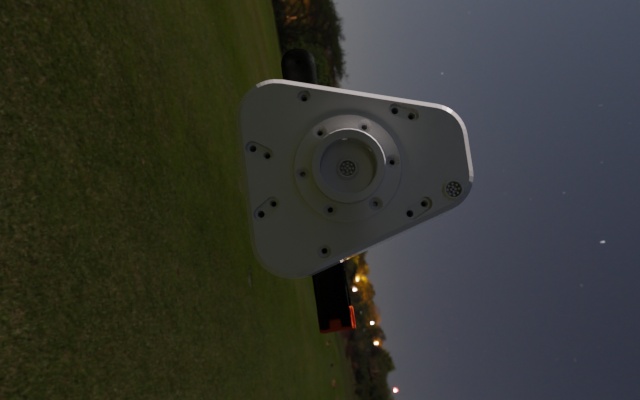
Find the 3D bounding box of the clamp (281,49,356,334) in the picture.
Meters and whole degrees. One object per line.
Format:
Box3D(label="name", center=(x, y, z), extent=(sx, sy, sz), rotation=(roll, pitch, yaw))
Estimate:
Box3D(label="clamp", center=(0.001, 0.002, 0.404), extent=(0.036, 0.210, 0.164), rotation=(-9, -4, 2))
